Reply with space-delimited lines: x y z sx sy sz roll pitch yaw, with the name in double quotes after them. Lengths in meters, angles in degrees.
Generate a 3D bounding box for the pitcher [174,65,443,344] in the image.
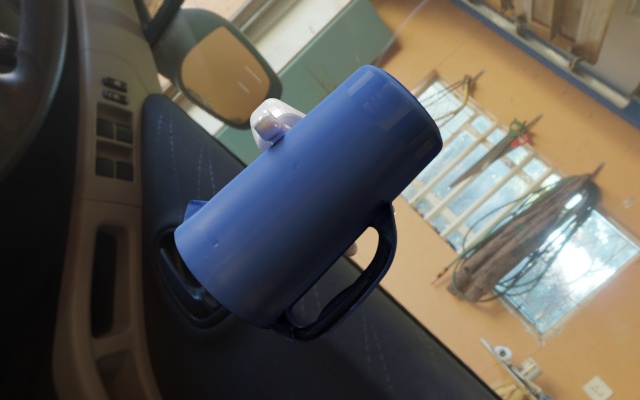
0.000 0.001 0.448 0.149 0.243 0.145 44 5 -25 "pitcher"
